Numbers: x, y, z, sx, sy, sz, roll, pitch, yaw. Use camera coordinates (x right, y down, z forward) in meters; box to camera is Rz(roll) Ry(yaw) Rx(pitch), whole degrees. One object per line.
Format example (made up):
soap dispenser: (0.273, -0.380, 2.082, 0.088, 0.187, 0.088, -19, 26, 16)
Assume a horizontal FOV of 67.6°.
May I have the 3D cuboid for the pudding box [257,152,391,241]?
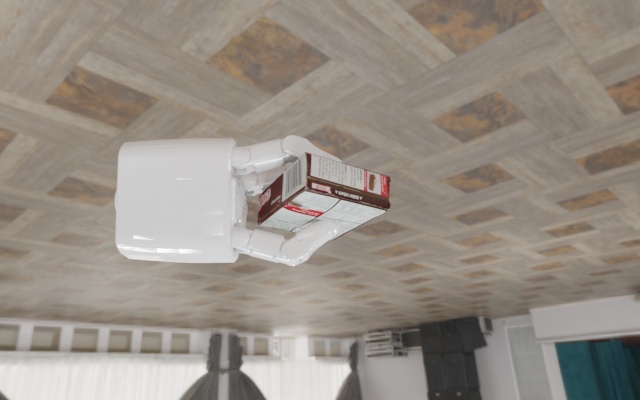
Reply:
pudding box: (0.000, 0.002, 0.462, 0.090, 0.039, 0.113, 13, -24, -25)
